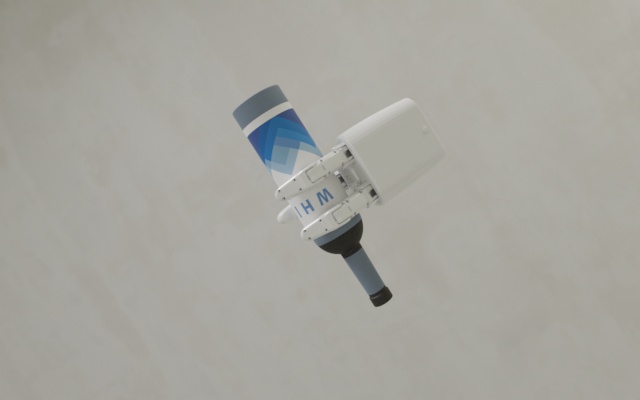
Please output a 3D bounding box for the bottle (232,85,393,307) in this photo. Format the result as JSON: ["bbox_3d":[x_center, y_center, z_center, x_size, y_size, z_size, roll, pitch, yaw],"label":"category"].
[{"bbox_3d":[0.000,0.002,0.588,0.069,0.296,0.069,-32,4,2],"label":"bottle"}]
